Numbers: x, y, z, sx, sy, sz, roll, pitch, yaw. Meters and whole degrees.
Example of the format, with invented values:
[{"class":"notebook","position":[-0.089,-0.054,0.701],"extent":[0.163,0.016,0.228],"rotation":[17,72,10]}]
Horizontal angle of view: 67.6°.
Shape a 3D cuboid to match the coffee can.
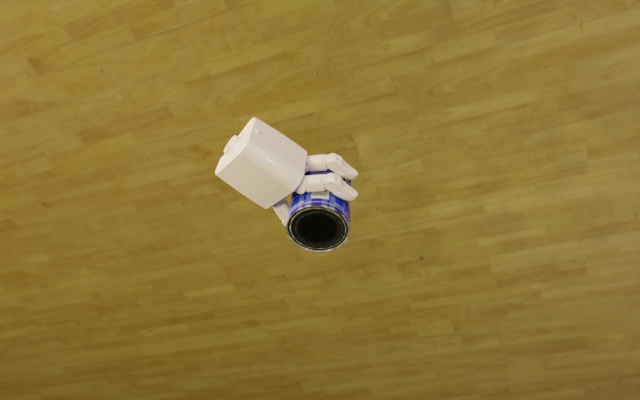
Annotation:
[{"class":"coffee can","position":[0.000,0.003,0.810],"extent":[0.103,0.103,0.140],"rotation":[0,40,5]}]
